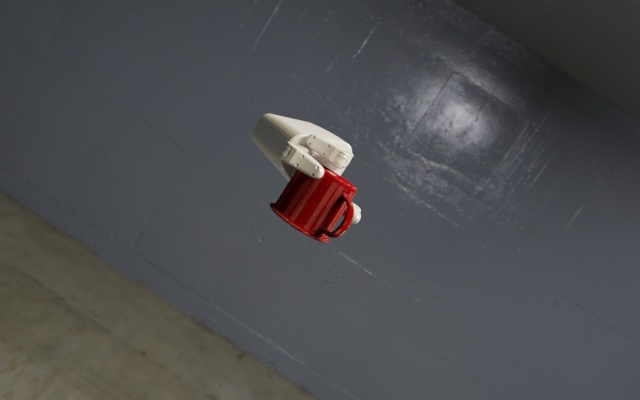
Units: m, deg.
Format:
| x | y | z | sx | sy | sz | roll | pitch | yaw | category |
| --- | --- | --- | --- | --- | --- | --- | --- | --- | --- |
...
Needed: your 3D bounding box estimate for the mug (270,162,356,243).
| x | y | z | sx | sy | sz | roll | pitch | yaw | category |
| --- | --- | --- | --- | --- | --- | --- | --- | --- | --- |
| 0.001 | 0.002 | 0.620 | 0.093 | 0.081 | 0.117 | 26 | 9 | -43 | mug |
